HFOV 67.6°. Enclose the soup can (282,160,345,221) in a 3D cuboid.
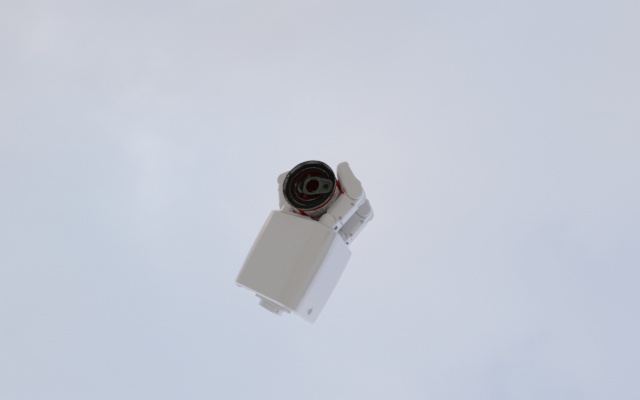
[{"bbox_3d":[0.000,0.002,0.620,0.068,0.068,0.102,0,-25,18],"label":"soup can"}]
